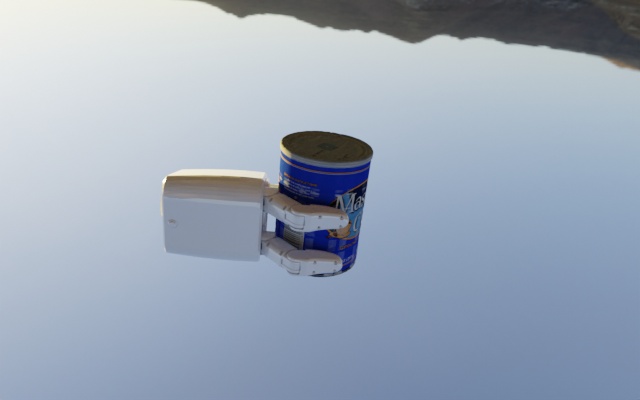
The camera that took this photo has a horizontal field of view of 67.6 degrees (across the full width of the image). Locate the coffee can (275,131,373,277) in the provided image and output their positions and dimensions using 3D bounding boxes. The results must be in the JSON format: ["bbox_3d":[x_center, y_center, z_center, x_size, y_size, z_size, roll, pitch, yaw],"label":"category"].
[{"bbox_3d":[0.000,0.002,0.553,0.103,0.140,0.102,5,25,-3],"label":"coffee can"}]
